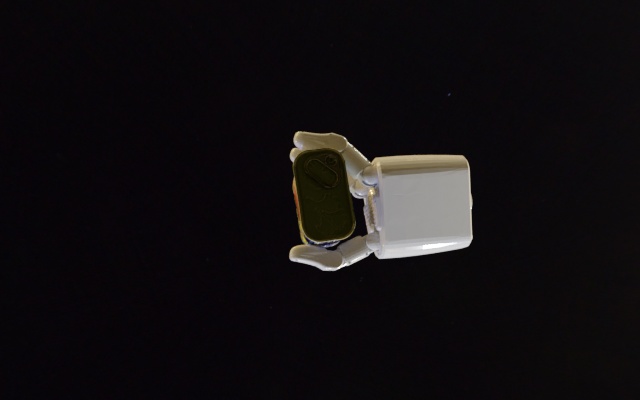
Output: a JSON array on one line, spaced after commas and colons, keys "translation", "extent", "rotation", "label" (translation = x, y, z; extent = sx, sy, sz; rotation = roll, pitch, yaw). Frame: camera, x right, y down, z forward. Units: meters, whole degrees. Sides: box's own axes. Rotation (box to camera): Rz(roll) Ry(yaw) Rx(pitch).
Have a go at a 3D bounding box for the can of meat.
[{"translation": [0.000, 0.002, 0.547], "extent": [0.057, 0.102, 0.084], "rotation": [-8, -12, -7], "label": "can of meat"}]
